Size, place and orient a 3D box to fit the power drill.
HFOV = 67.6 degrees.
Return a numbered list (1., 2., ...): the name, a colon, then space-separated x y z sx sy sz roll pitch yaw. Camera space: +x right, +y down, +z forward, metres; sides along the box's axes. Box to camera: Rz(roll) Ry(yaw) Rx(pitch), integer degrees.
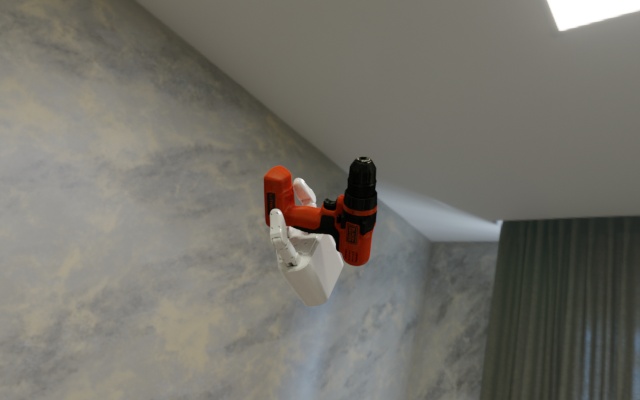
1. power drill: 0.000 0.003 0.757 0.187 0.184 0.057 17 31 25
